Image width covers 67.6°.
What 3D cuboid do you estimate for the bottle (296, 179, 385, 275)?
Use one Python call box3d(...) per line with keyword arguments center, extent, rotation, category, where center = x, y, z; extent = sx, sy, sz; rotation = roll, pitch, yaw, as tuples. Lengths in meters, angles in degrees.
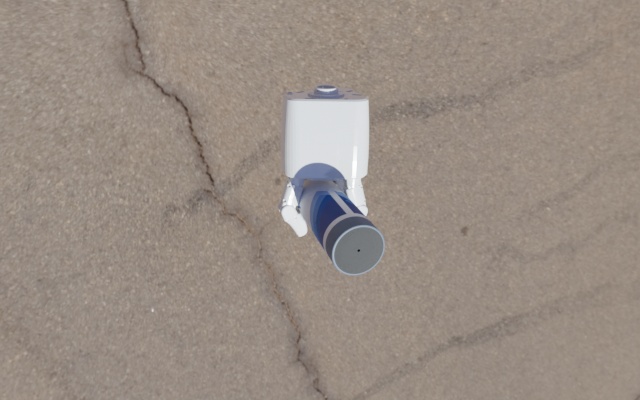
box3d(center=(0.000, 0.002, 0.681), extent=(0.069, 0.069, 0.295), rotation=(0, 23, -19), category="bottle")
